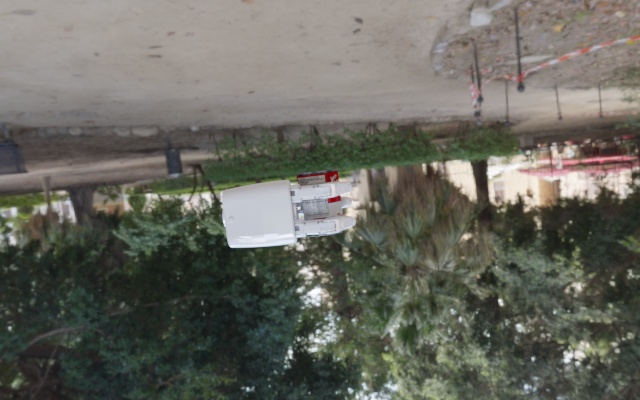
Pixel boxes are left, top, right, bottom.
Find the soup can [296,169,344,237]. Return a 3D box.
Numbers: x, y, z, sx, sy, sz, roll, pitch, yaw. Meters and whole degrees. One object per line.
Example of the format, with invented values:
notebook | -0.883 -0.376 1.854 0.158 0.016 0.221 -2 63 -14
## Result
soup can | 0.001 0.003 0.774 0.068 0.102 0.068 -7 4 1
